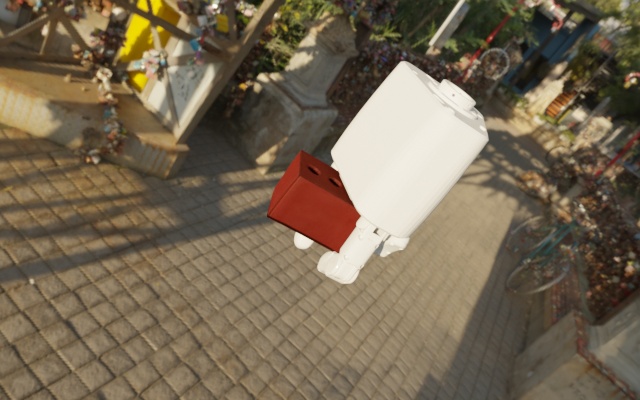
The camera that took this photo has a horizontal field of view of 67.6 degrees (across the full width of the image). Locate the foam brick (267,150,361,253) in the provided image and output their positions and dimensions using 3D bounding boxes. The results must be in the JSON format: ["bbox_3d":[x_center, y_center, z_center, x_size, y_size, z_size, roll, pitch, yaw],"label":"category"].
[{"bbox_3d":[0.000,0.001,0.429,0.078,0.051,0.053,29,28,-16],"label":"foam brick"}]
